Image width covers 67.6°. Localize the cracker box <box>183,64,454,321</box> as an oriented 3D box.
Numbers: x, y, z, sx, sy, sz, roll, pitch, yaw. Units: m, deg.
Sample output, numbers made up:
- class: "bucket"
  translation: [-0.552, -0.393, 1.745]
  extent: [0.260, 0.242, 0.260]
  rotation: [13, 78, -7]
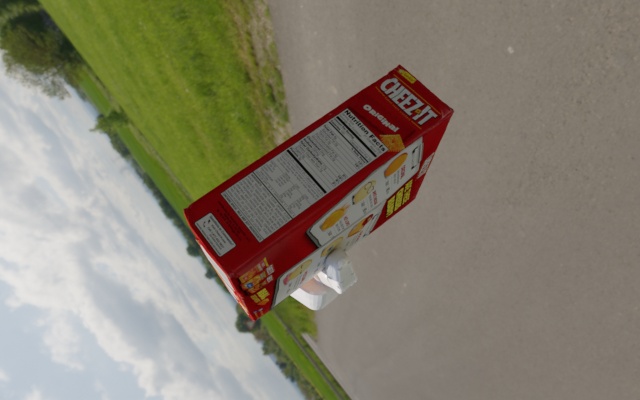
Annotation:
- class: "cracker box"
  translation: [0.000, 0.002, 0.421]
  extent: [0.213, 0.072, 0.164]
  rotation: [-36, -19, -16]
